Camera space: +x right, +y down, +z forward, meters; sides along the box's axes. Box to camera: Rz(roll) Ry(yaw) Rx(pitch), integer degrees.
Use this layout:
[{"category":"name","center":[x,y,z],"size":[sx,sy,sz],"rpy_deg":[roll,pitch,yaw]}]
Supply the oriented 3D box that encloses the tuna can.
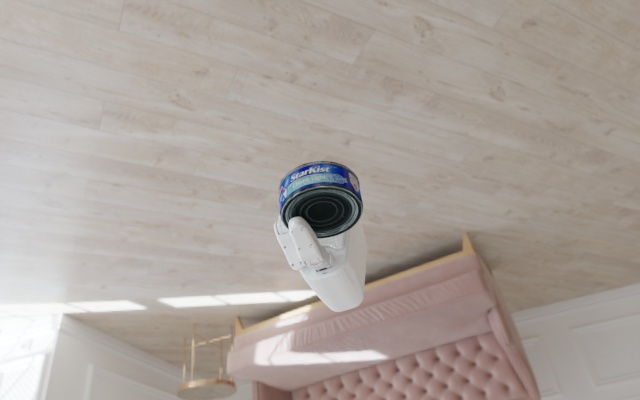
[{"category":"tuna can","center":[0.000,0.002,0.489],"size":[0.086,0.033,0.086],"rpy_deg":[-4,-41,-4]}]
